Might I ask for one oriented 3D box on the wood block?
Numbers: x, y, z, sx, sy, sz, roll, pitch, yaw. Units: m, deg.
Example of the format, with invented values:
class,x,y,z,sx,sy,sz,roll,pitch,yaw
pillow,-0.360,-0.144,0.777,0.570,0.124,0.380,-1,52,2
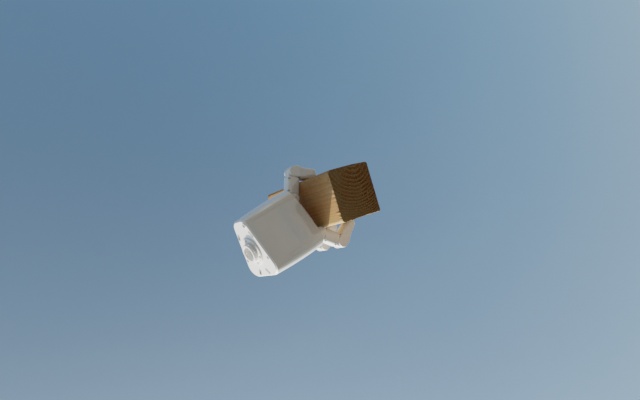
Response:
class,x,y,z,sx,sy,sz,roll,pitch,yaw
wood block,0.000,0.003,0.876,0.090,0.091,0.206,-16,-1,-36
